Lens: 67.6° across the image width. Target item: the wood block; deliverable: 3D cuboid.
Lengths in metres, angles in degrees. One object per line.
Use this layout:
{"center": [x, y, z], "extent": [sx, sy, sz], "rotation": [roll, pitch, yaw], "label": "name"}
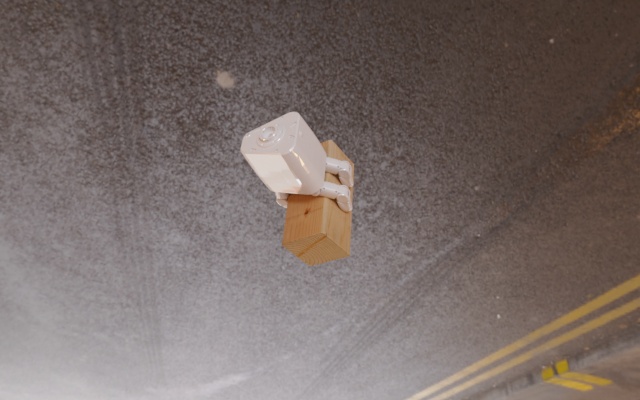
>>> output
{"center": [0.000, 0.003, 0.884], "extent": [0.091, 0.206, 0.090], "rotation": [-18, -41, 30], "label": "wood block"}
